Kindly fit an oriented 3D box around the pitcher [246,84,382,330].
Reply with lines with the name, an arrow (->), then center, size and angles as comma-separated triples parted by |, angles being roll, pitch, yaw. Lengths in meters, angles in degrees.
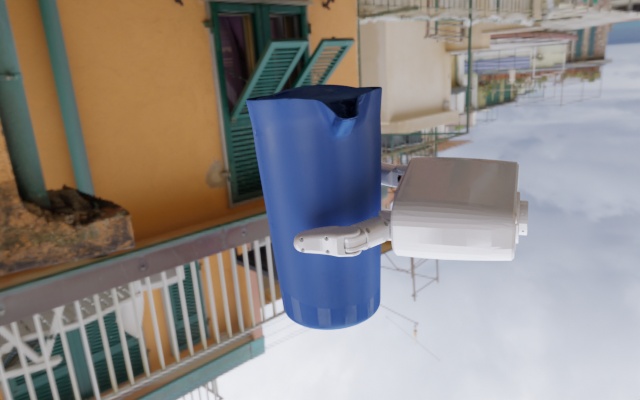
pitcher -> 0.000, 0.002, 0.508 | 0.145, 0.243, 0.149 | 2, 17, 23
